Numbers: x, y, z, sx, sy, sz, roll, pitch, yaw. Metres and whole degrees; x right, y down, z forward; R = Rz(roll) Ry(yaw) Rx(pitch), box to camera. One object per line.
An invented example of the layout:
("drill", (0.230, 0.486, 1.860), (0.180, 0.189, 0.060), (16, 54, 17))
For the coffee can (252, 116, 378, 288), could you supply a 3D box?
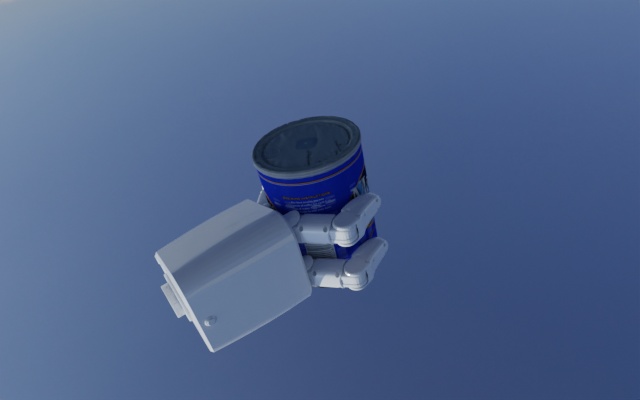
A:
("coffee can", (0.000, 0.001, 0.478), (0.103, 0.140, 0.102), (-10, 35, 7))
